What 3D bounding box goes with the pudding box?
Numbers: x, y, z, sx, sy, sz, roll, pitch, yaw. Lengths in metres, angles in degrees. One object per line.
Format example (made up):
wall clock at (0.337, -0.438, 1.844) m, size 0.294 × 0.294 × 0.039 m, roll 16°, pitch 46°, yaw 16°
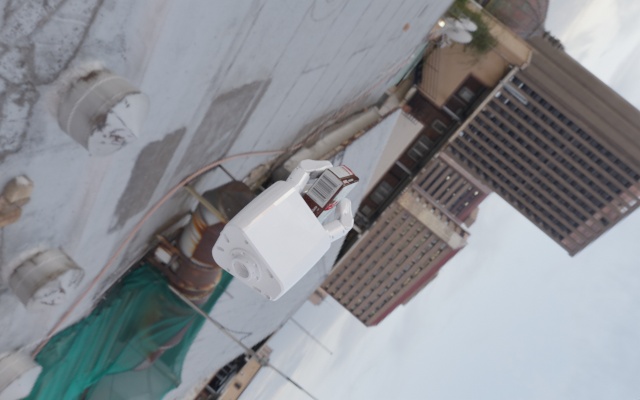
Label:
pudding box at (0.000, 0.002, 0.697) m, size 0.039 × 0.113 × 0.090 m, roll 44°, pitch 18°, yaw 7°
